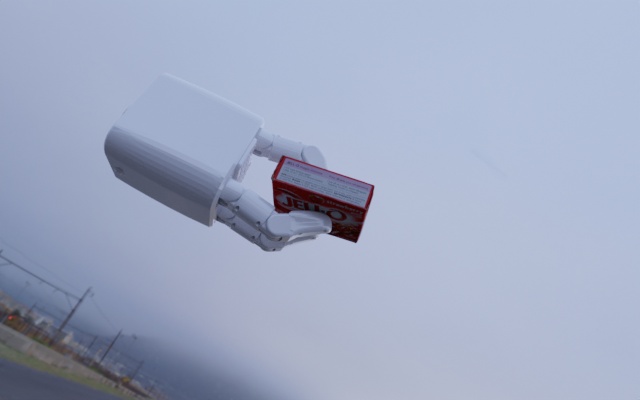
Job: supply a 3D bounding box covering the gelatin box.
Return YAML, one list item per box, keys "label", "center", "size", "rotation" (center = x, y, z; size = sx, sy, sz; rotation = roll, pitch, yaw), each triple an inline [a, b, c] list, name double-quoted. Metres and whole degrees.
- label: "gelatin box"
  center: [0.001, 0.001, 0.442]
  size: [0.089, 0.030, 0.073]
  rotation: [18, -28, 6]
